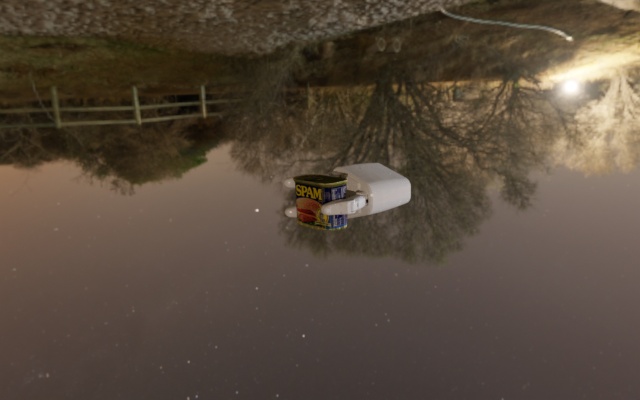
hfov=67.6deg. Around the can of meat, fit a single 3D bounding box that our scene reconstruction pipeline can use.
[{"bbox_3d":[0.000,0.003,0.829,0.057,0.084,0.102,-13,17,-39],"label":"can of meat"}]
